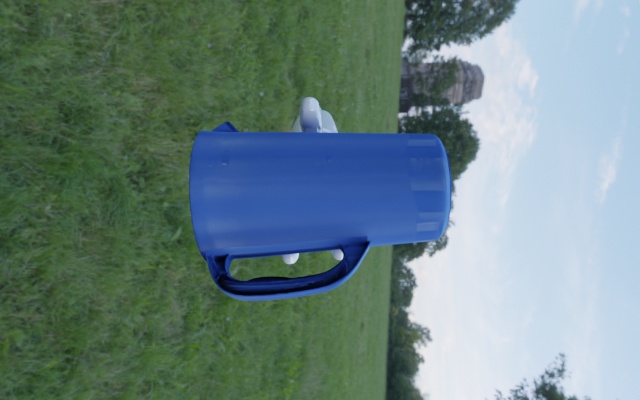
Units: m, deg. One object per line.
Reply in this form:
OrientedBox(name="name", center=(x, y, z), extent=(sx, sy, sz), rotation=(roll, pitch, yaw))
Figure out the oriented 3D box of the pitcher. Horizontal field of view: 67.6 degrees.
OrientedBox(name="pitcher", center=(0.000, 0.001, 0.479), extent=(0.243, 0.149, 0.145), rotation=(-2, 22, 1))
